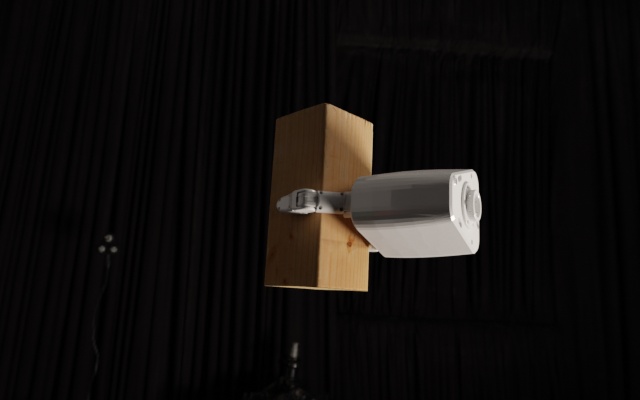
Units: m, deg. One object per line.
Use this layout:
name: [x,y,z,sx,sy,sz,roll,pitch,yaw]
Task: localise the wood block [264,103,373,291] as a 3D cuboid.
wood block: [0.000,0.002,0.576,0.090,0.206,0.091,-8,-16,44]
